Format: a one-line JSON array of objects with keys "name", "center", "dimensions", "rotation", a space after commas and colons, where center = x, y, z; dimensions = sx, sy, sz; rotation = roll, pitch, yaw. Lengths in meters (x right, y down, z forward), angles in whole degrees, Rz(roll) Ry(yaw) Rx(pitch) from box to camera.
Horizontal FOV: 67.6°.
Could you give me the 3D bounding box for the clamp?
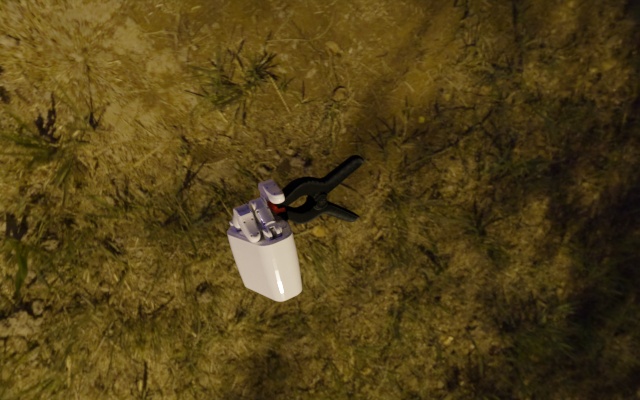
[{"name": "clamp", "center": [0.000, 0.003, 0.776], "dimensions": [0.171, 0.120, 0.039], "rotation": [-20, 27, -20]}]
